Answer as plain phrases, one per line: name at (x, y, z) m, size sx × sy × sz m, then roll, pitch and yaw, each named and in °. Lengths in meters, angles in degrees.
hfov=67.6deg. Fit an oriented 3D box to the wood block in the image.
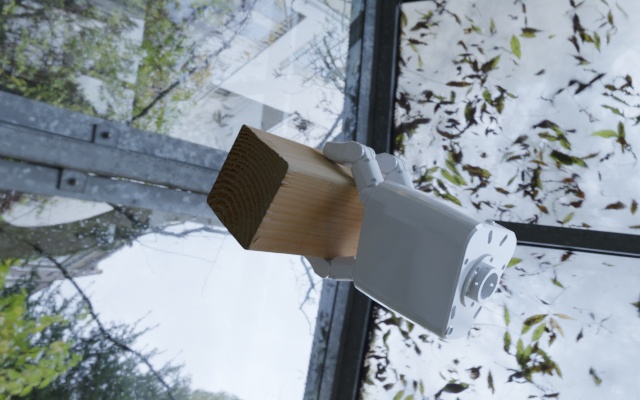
wood block at (0.000, 0.002, 0.507) m, size 0.206 × 0.091 × 0.090 m, roll 13°, pitch 21°, yaw -45°
